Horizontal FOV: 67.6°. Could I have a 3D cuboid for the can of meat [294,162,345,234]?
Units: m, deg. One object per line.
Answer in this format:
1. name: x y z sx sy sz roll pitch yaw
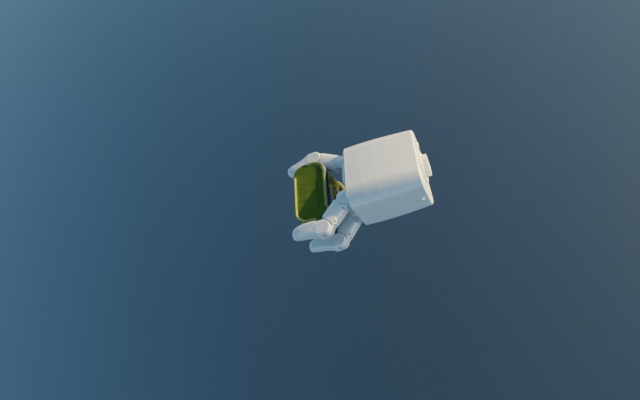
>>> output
1. can of meat: 0.000 0.002 0.729 0.057 0.102 0.084 -13 -26 18
